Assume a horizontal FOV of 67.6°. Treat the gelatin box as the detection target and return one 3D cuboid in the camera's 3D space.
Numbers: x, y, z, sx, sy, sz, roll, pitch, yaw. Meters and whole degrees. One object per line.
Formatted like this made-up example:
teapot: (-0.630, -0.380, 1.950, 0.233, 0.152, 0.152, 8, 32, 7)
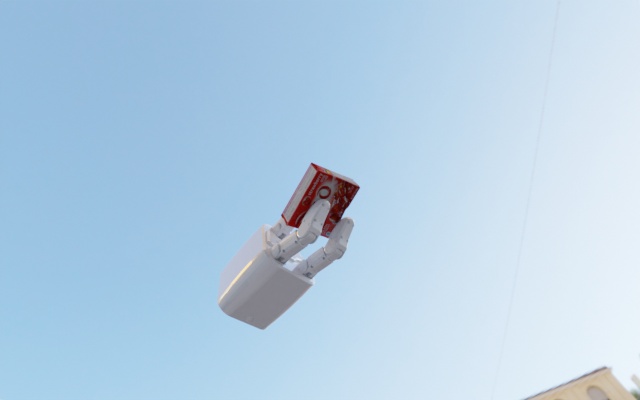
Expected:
gelatin box: (0.000, 0.002, 0.645, 0.073, 0.089, 0.030, 20, 18, -32)
